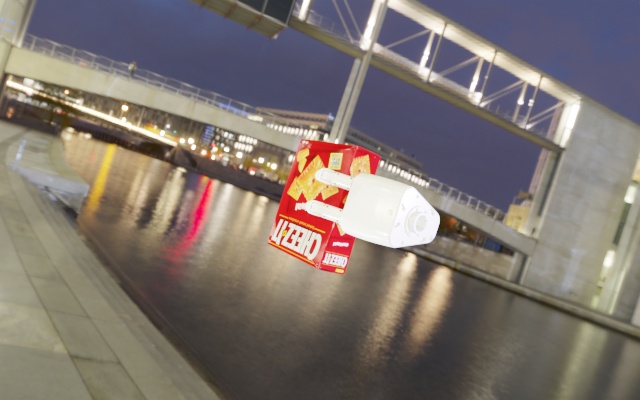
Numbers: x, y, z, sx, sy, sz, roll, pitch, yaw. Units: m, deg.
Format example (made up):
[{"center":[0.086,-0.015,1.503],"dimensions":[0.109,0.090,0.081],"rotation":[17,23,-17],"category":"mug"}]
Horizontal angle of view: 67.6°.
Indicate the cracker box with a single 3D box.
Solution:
[{"center":[0.000,0.003,0.853],"dimensions":[0.072,0.213,0.164],"rotation":[19,-1,-40],"category":"cracker box"}]
